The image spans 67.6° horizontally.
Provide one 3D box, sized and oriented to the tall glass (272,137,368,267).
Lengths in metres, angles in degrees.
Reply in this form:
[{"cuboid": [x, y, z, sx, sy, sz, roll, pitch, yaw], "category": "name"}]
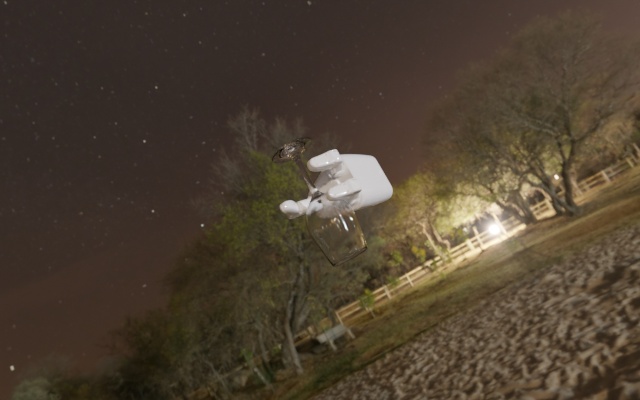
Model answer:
[{"cuboid": [0.000, 0.002, 0.757, 0.079, 0.201, 0.079, -27, -14, -7], "category": "tall glass"}]
